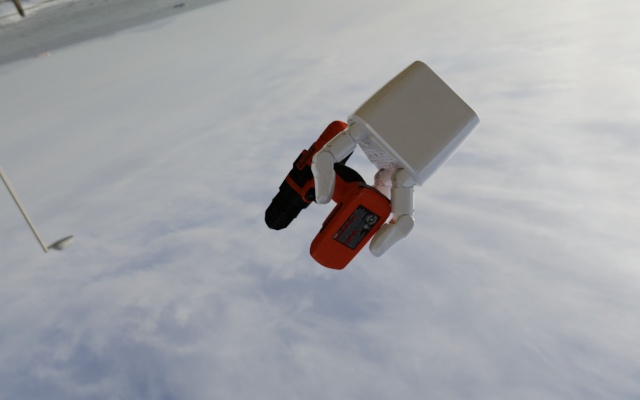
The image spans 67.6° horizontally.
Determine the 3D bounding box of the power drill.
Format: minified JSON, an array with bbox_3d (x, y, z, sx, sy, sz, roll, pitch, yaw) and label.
[{"bbox_3d":[0.000,0.002,0.609,0.057,0.184,0.187,27,18,-31],"label":"power drill"}]
